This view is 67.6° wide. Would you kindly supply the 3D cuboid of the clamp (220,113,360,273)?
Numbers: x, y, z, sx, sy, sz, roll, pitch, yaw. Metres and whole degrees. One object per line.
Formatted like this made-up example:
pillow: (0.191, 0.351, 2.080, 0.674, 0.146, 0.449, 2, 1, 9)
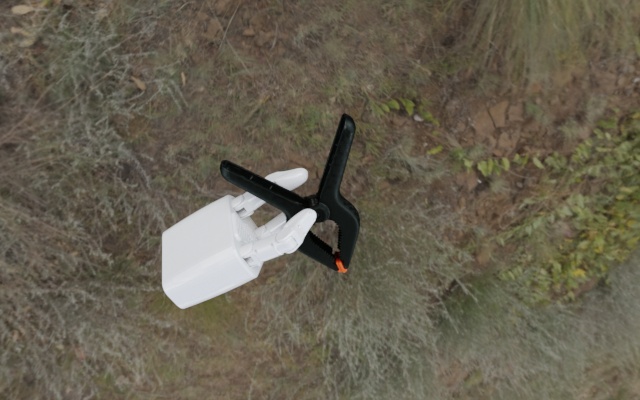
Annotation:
clamp: (0.000, 0.003, 0.587, 0.164, 0.210, 0.036, -25, 30, 12)
